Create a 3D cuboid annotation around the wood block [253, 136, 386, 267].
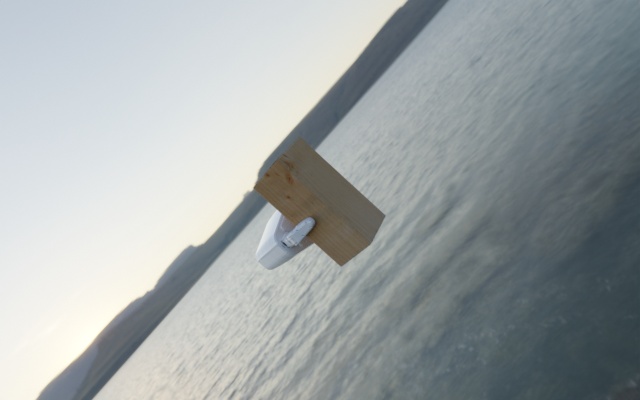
[{"bbox_3d":[0.000,0.003,0.828,0.090,0.206,0.090,-44,7,40],"label":"wood block"}]
